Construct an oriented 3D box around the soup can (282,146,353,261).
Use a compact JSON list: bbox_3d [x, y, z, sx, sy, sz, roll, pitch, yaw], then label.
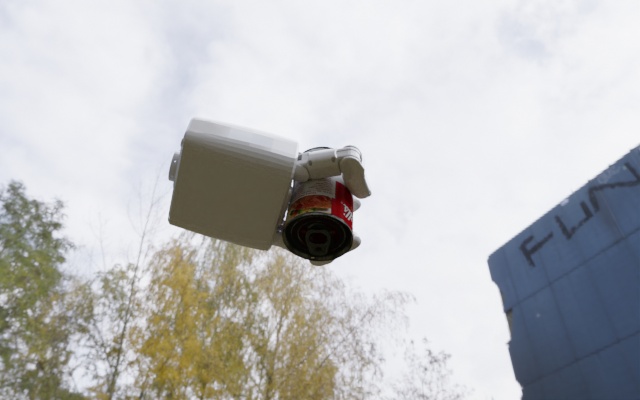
[{"bbox_3d":[0.001,0.001,0.488,0.068,0.069,0.102,0,44,5],"label":"soup can"}]
